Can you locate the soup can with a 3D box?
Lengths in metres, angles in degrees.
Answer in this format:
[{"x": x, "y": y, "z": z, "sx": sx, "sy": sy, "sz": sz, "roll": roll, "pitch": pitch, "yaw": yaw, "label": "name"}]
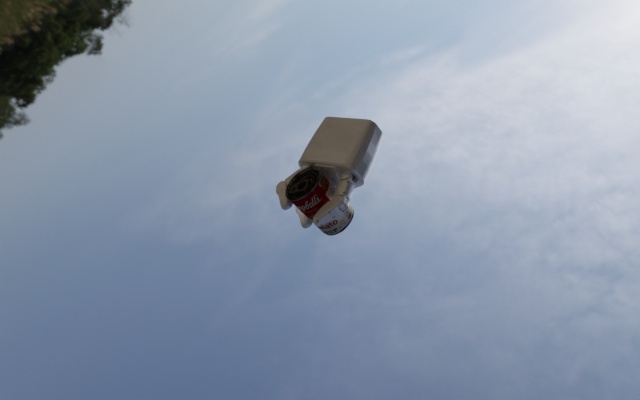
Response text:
[{"x": 0.000, "y": 0.003, "z": 0.779, "sx": 0.068, "sy": 0.068, "sz": 0.102, "roll": 0, "pitch": -36, "yaw": 45, "label": "soup can"}]
